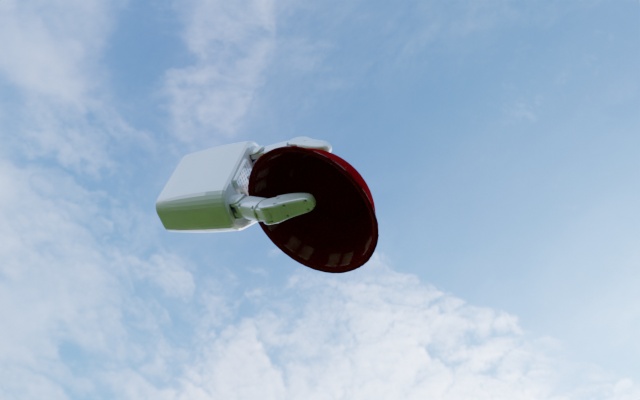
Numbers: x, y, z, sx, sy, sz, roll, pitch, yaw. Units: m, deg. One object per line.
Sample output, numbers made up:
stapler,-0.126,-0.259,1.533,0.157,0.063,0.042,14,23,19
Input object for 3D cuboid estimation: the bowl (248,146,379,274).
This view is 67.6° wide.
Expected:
bowl,0.001,0.002,0.534,0.162,0.162,0.055,0,31,35
